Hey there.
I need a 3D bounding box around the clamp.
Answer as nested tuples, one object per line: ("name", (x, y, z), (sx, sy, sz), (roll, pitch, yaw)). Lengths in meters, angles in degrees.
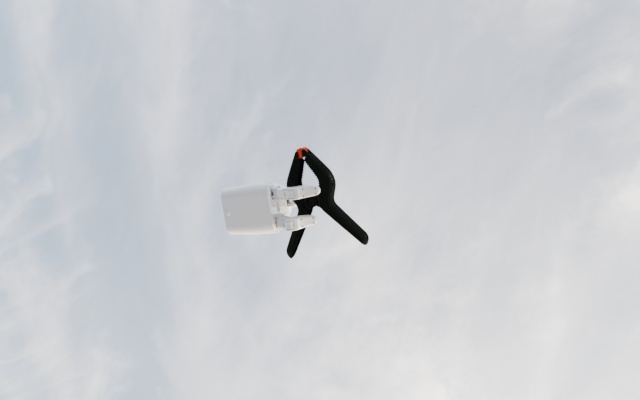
("clamp", (0.000, 0.002, 0.893), (0.164, 0.210, 0.036), (-5, 9, 17))
